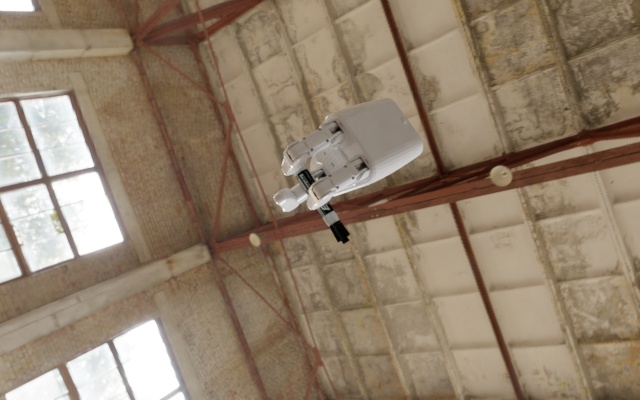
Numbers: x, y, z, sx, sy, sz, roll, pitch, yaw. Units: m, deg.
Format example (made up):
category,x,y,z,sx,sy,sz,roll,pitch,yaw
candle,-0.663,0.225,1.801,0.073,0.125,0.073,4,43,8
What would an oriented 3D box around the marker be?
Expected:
category,x,y,z,sx,sy,sz,roll,pitch,yaw
marker,0.000,0.002,0.604,0.020,0.121,0.020,-32,-8,-5
